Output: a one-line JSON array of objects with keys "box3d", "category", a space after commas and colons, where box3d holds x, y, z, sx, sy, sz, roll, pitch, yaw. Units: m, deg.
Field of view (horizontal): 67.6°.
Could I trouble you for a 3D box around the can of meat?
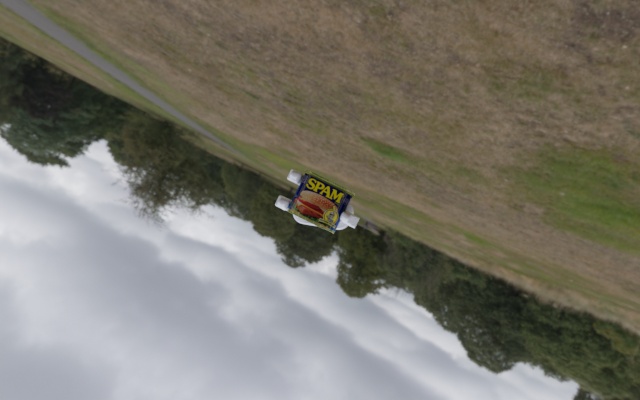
[{"box3d": [0.000, 0.003, 0.877, 0.102, 0.084, 0.057, 26, 0, 4], "category": "can of meat"}]
